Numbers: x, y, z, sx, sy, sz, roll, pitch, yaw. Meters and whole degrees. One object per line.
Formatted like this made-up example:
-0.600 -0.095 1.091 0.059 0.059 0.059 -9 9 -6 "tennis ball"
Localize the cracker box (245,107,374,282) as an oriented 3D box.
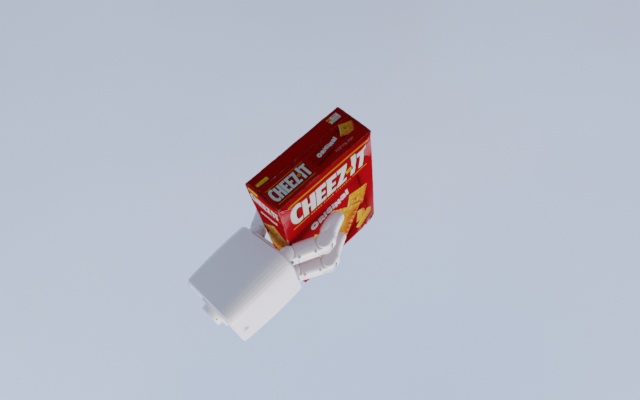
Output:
0.000 0.002 0.674 0.072 0.164 0.214 38 -20 26 "cracker box"
